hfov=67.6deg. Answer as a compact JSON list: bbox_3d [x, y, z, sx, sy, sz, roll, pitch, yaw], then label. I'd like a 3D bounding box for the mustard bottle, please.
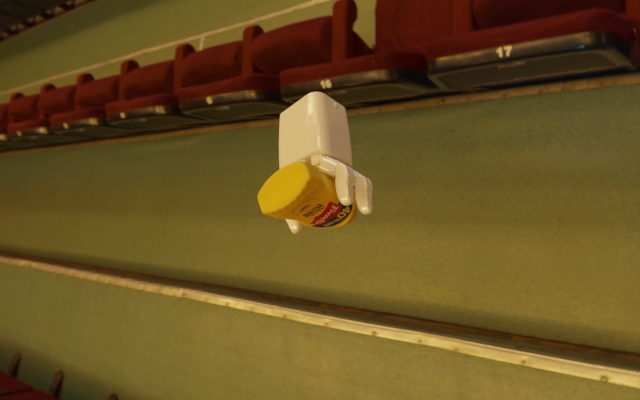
[{"bbox_3d":[0.000,0.003,0.733,0.096,0.058,0.192,-38,-32,22],"label":"mustard bottle"}]
